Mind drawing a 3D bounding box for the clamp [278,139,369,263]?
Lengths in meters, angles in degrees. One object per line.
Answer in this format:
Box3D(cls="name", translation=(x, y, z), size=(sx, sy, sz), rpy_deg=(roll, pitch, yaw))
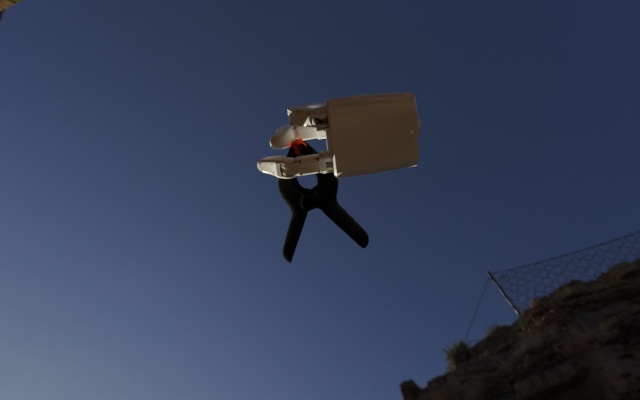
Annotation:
Box3D(cls="clamp", translation=(0.000, 0.002, 0.637), size=(0.120, 0.171, 0.039), rpy_deg=(-6, 21, 0))
